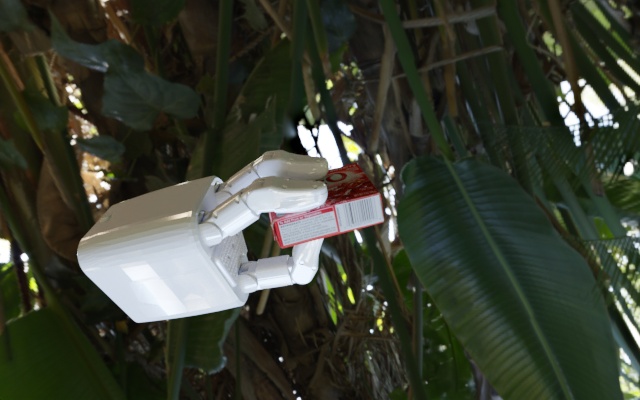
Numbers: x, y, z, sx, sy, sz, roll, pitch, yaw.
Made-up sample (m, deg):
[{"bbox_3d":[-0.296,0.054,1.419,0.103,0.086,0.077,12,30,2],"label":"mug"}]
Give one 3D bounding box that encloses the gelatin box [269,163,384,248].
[{"bbox_3d":[0.000,0.002,0.403,0.089,0.030,0.073,-14,25,-5],"label":"gelatin box"}]
